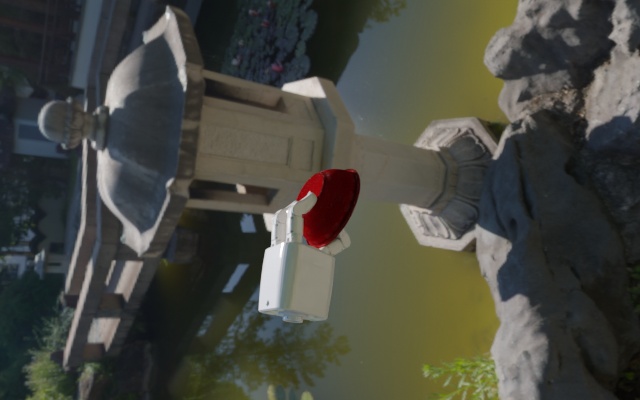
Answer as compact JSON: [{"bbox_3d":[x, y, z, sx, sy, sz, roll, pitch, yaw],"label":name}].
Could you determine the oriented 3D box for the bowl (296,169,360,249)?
[{"bbox_3d":[0.000,0.002,0.853,0.055,0.162,0.162,29,-12,-23],"label":"bowl"}]
